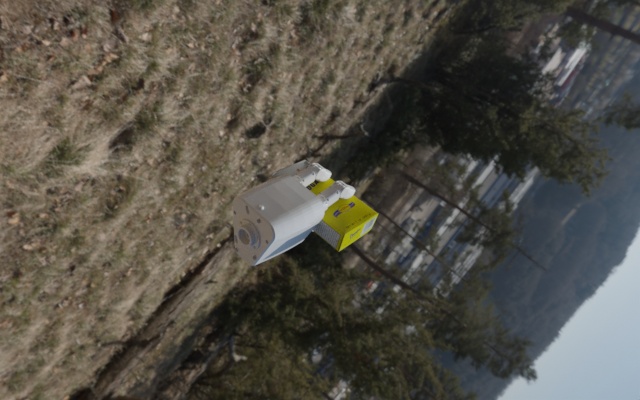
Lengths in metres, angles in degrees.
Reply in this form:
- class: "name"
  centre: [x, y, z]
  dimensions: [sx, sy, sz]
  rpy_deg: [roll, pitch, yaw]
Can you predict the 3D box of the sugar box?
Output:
- class: "sugar box"
  centre: [0.000, 0.002, 0.807]
  dimensions: [0.176, 0.048, 0.093]
  rpy_deg: [39, 43, 23]
